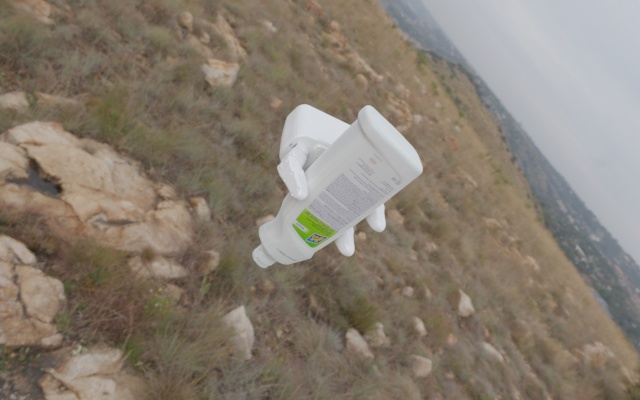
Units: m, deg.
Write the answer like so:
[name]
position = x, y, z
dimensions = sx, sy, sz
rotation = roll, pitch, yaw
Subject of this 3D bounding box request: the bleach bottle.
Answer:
[bleach bottle]
position = 0.000, 0.002, 0.599
dimensions = 0.102, 0.251, 0.068
rotation = 39, 26, -23
